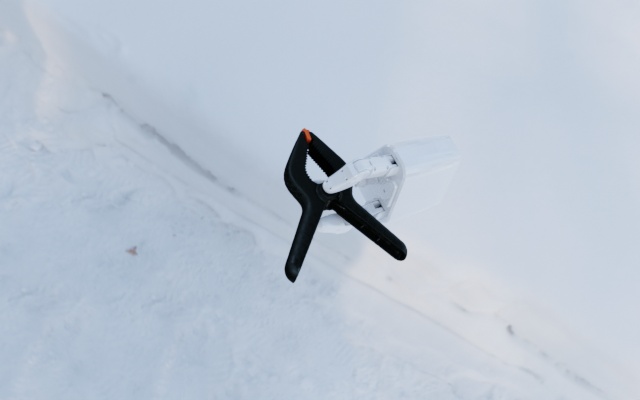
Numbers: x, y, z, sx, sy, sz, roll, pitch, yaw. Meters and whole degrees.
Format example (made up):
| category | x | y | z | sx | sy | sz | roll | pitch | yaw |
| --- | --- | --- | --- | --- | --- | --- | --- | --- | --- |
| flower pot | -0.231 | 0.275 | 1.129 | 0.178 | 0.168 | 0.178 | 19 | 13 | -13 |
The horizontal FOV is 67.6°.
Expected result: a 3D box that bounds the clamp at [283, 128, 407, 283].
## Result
| category | x | y | z | sx | sy | sz | roll | pitch | yaw |
| --- | --- | --- | --- | --- | --- | --- | --- | --- | --- |
| clamp | 0.000 | 0.001 | 0.602 | 0.164 | 0.210 | 0.036 | -14 | -24 | -30 |
